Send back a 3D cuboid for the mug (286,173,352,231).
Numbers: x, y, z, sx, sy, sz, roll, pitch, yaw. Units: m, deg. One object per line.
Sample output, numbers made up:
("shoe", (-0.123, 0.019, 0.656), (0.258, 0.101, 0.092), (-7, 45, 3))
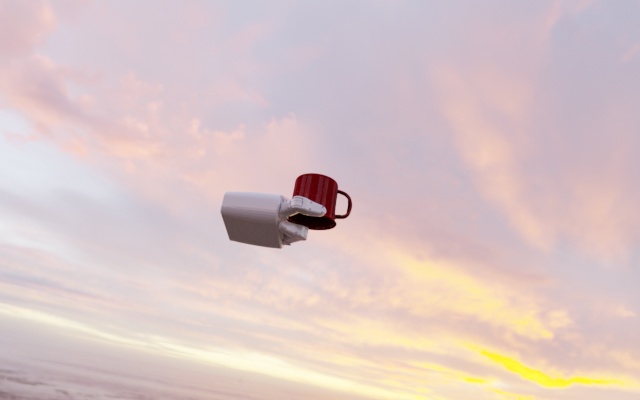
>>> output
("mug", (0.002, 0.003, 0.876), (0.117, 0.081, 0.093), (6, -22, 7))
